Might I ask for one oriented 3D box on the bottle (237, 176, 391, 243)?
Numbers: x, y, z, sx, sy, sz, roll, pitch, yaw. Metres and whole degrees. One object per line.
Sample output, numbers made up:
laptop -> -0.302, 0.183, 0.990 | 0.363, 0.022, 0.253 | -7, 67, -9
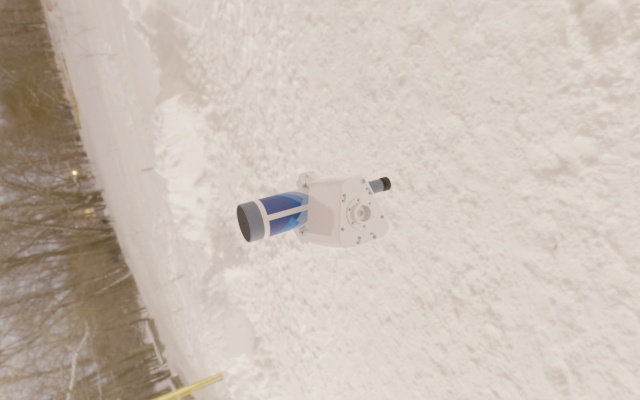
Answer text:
bottle -> 0.000, 0.003, 0.858 | 0.295, 0.069, 0.069 | -16, 7, -25
